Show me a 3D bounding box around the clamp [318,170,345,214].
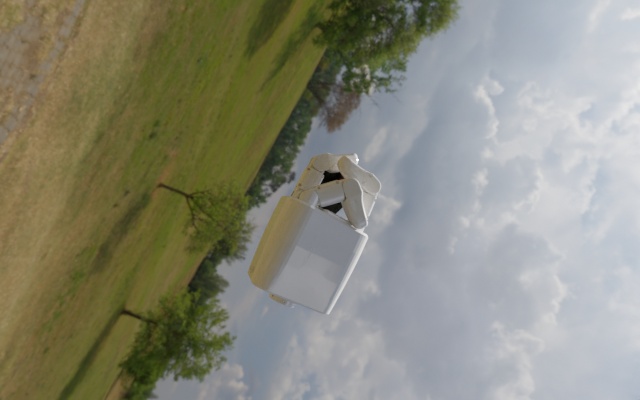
[{"bbox_3d":[0.001,0.002,0.654,0.039,0.120,0.171,27,-5,-11],"label":"clamp"}]
